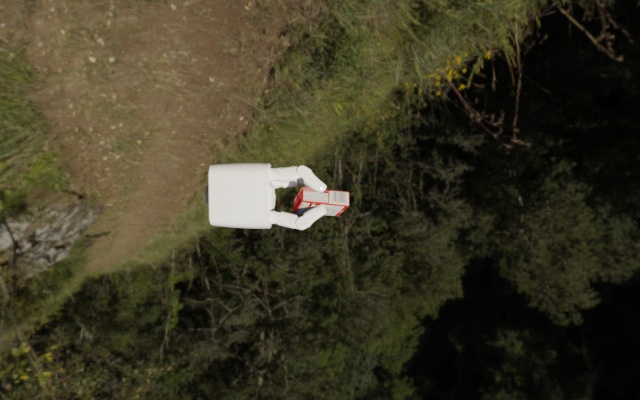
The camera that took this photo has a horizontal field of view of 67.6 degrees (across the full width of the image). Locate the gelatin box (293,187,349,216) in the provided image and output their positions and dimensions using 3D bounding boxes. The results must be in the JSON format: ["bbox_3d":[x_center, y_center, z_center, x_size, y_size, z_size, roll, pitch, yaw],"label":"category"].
[{"bbox_3d":[0.000,0.003,0.867,0.089,0.030,0.073,6,-18,-12],"label":"gelatin box"}]
